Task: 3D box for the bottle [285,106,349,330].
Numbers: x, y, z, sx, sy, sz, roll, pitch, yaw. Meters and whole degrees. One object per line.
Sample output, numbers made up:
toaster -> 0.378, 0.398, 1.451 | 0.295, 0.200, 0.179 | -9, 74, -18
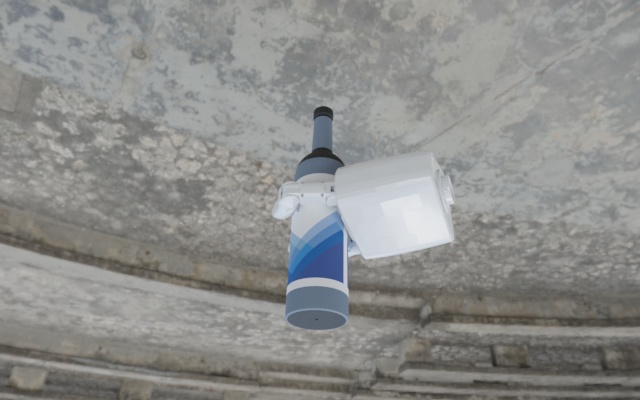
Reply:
bottle -> 0.000, 0.002, 0.577 | 0.069, 0.295, 0.069 | 1, -33, 1
